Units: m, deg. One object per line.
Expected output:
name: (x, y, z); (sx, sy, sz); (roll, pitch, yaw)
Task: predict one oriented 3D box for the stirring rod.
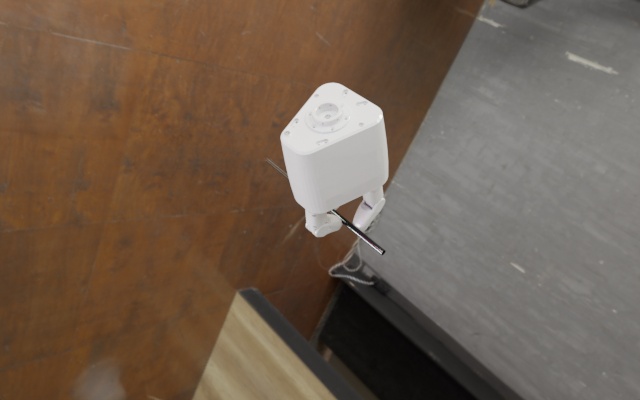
stirring rod: (0.000, 0.002, 0.671); (0.239, 0.011, 0.011); (39, 22, 31)
